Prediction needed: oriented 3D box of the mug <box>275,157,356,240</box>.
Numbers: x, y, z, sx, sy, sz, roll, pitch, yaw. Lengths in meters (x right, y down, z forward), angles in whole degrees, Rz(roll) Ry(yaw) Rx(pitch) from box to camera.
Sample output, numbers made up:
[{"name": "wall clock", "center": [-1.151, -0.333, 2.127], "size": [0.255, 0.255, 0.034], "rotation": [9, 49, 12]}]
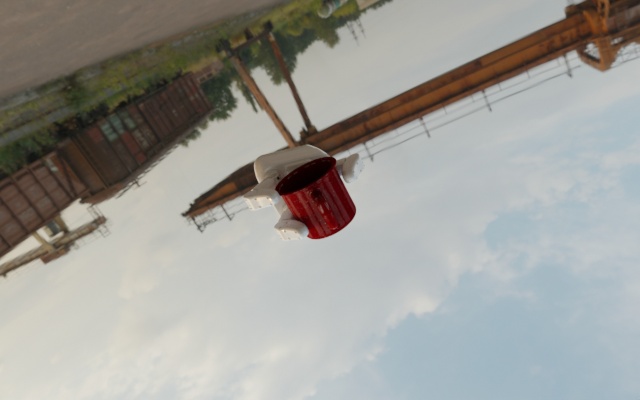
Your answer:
[{"name": "mug", "center": [0.001, 0.003, 0.640], "size": [0.093, 0.081, 0.117], "rotation": [-30, 21, -3]}]
